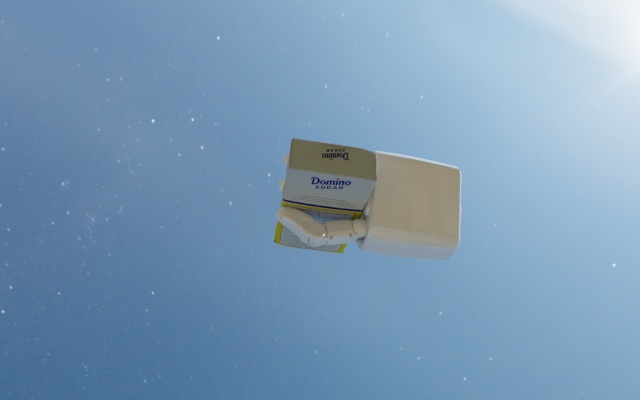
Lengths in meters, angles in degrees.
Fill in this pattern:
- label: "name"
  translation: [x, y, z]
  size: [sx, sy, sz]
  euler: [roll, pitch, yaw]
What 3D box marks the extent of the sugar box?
- label: "sugar box"
  translation: [0.000, 0.001, 0.558]
  size: [0.093, 0.048, 0.176]
  euler: [8, -34, -7]
